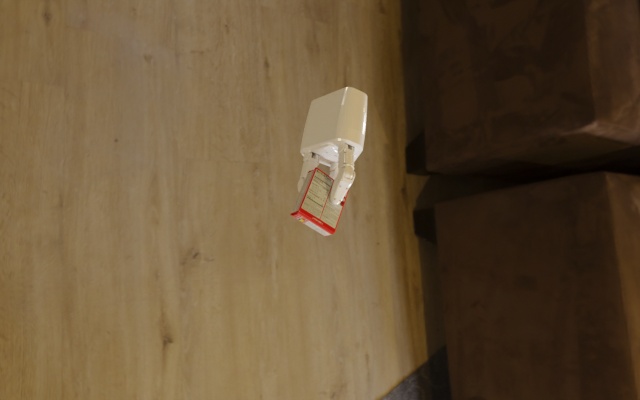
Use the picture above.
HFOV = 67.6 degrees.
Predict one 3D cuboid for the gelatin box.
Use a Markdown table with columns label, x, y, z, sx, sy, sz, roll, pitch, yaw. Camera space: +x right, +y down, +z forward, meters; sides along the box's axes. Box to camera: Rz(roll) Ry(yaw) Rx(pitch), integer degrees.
| label | x | y | z | sx | sy | sz | roll | pitch | yaw |
| --- | --- | --- | --- | --- | --- | --- | --- | --- | --- |
| gelatin box | 0.000 | 0.003 | 0.775 | 0.073 | 0.089 | 0.030 | 33 | -31 | -23 |
